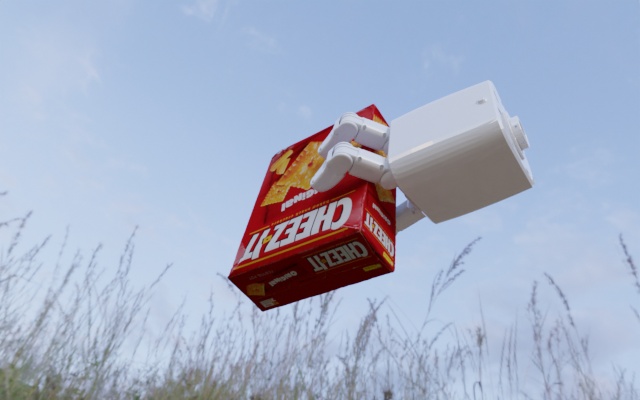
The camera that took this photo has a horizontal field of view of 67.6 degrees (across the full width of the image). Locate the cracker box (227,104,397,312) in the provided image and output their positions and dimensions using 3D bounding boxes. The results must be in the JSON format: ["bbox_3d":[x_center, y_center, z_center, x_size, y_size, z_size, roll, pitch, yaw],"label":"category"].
[{"bbox_3d":[0.000,0.002,0.538,0.164,0.072,0.213,-23,33,28],"label":"cracker box"}]
